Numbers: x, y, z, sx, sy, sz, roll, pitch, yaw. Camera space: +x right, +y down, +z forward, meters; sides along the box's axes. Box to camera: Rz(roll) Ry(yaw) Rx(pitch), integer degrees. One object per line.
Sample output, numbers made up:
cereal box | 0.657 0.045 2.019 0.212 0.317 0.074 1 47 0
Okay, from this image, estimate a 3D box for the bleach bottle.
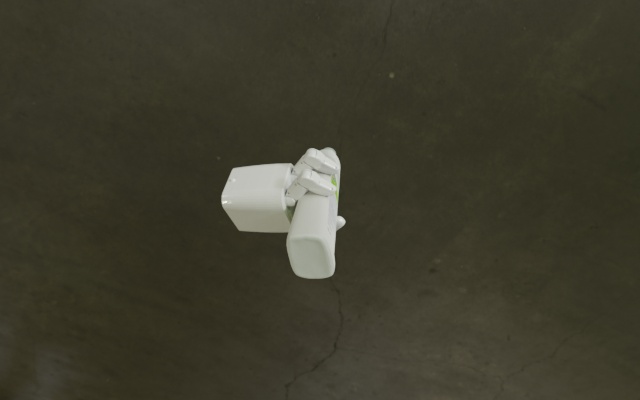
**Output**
bleach bottle | 0.000 0.003 0.800 0.068 0.103 0.250 -1 41 11
